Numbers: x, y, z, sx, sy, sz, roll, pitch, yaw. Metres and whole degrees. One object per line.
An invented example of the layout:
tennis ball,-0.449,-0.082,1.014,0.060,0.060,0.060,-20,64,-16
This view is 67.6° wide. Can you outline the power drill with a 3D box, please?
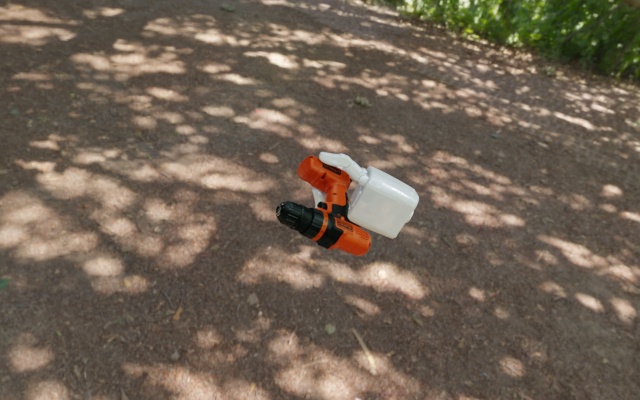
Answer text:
power drill,0.000,0.003,0.860,0.184,0.187,0.057,26,-54,-26
